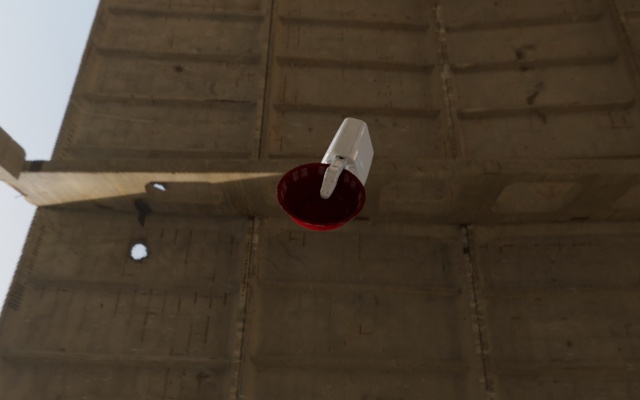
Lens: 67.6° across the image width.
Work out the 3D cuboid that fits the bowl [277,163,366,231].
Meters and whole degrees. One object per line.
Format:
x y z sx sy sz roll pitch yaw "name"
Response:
-0.001 0.004 0.879 0.162 0.162 0.055 3 -45 -3 "bowl"
